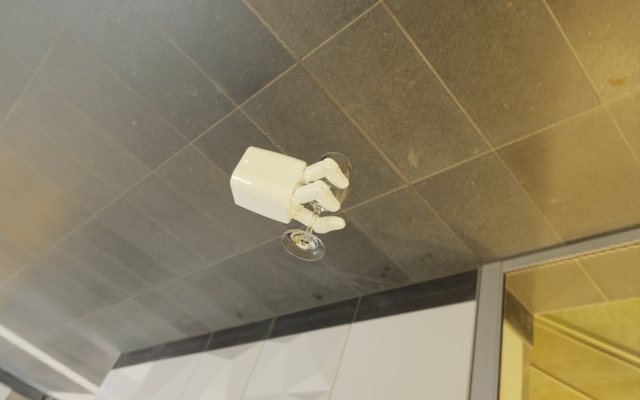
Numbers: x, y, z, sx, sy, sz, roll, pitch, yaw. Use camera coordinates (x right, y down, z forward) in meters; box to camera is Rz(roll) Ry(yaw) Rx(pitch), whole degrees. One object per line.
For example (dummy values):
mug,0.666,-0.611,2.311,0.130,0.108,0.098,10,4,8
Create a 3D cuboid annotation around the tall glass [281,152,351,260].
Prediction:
tall glass,0.000,0.003,0.832,0.079,0.201,0.079,13,-41,11
